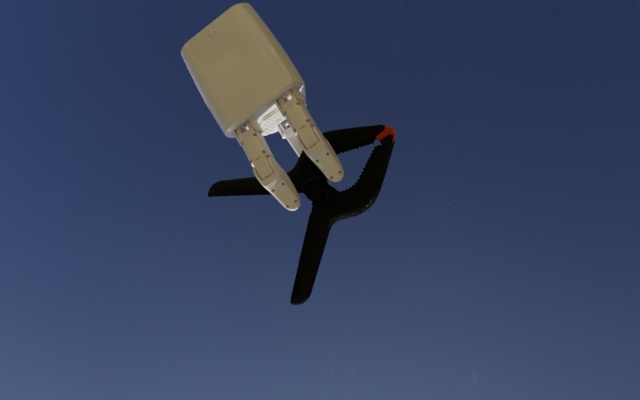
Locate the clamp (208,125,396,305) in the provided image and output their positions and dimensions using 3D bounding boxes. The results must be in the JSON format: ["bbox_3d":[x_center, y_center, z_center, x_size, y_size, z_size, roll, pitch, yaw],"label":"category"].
[{"bbox_3d":[0.001,0.001,0.510,0.210,0.164,0.036,-33,-4,13],"label":"clamp"}]
